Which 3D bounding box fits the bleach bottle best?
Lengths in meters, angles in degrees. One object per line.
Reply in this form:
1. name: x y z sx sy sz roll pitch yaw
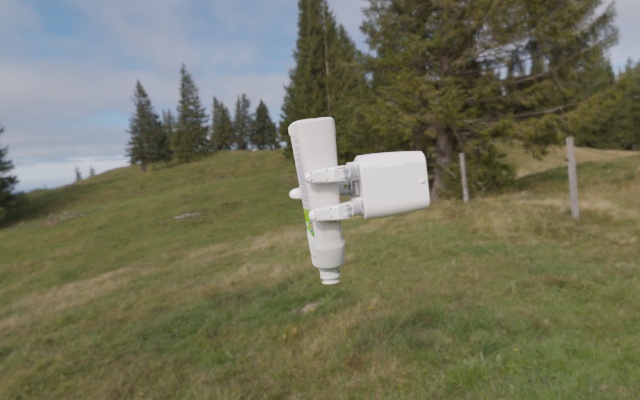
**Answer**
1. bleach bottle: 0.000 0.002 0.743 0.068 0.251 0.102 -8 5 -8
